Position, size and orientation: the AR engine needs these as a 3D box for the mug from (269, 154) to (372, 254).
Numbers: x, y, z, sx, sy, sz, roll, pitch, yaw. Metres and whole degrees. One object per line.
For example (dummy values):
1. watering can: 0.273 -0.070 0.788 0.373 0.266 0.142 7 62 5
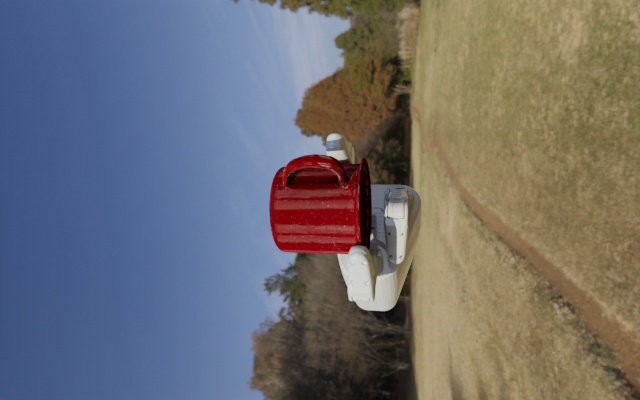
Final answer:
1. mug: 0.000 0.001 0.431 0.081 0.093 0.117 0 -34 12
